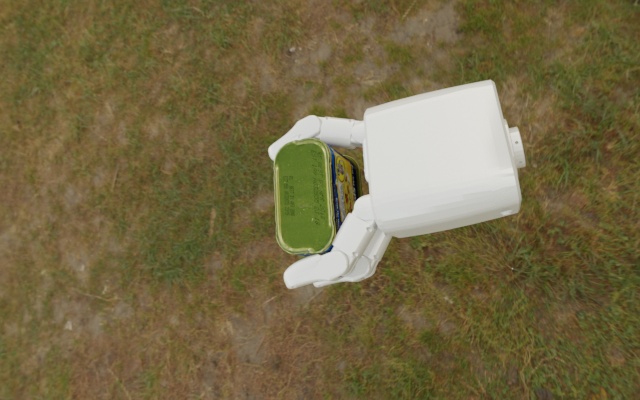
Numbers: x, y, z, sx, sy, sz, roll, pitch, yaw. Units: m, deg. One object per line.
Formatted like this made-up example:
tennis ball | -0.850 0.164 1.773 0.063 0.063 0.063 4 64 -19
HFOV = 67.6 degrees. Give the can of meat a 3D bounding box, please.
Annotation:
can of meat | 0.000 0.001 0.427 0.057 0.102 0.084 -7 -10 20
